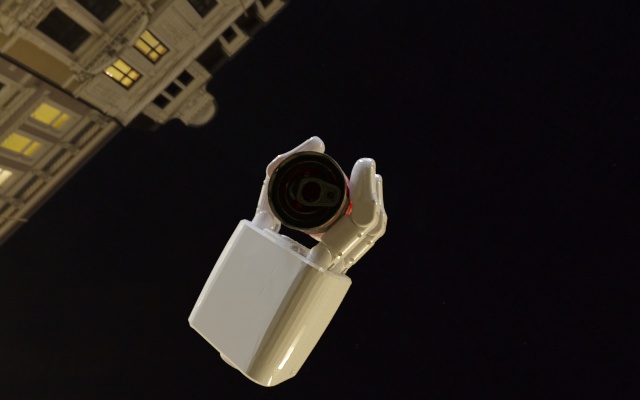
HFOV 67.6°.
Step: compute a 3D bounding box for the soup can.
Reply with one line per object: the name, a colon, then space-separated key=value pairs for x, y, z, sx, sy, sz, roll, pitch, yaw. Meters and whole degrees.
soup can: x=0.000 y=0.001 z=0.442 sx=0.068 sy=0.068 sz=0.102 roll=0 pitch=-12 yaw=14
